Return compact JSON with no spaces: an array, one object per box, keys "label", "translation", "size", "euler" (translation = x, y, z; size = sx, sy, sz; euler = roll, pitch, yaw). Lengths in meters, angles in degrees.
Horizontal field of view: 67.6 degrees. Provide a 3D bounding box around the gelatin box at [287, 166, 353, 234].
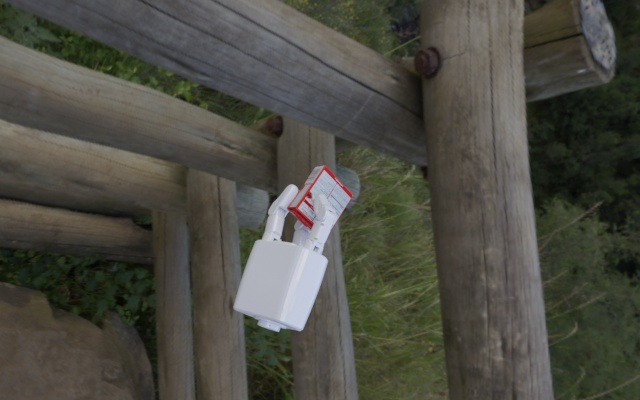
[{"label":"gelatin box","translation":[0.001,0.002,0.741],"size":[0.073,0.089,0.030],"euler":[45,-25,-26]}]
